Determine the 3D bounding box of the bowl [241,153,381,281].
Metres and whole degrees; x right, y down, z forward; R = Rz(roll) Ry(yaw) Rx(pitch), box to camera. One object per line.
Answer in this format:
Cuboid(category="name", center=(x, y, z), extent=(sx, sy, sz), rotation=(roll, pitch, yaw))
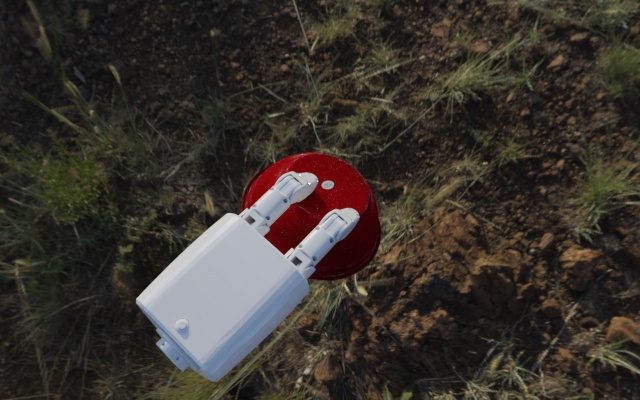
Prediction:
Cuboid(category="bowl", center=(0.001, 0.001, 0.511), extent=(0.162, 0.162, 0.055), rotation=(0, -37, -23))
